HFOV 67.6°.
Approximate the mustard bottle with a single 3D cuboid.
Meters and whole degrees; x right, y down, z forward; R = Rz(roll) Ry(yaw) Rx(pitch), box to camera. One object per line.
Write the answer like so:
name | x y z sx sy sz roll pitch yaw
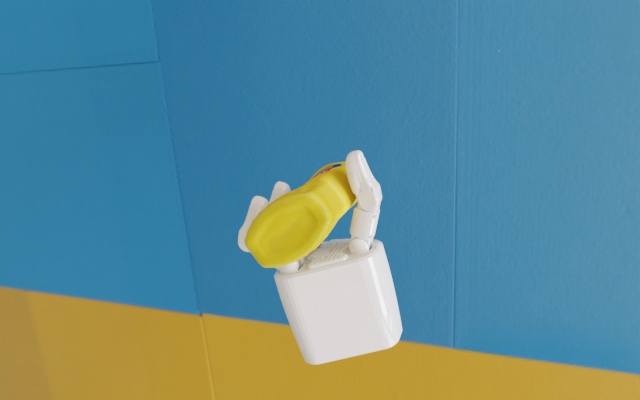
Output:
mustard bottle | 0.000 0.001 0.511 0.096 0.058 0.191 -38 1 26
